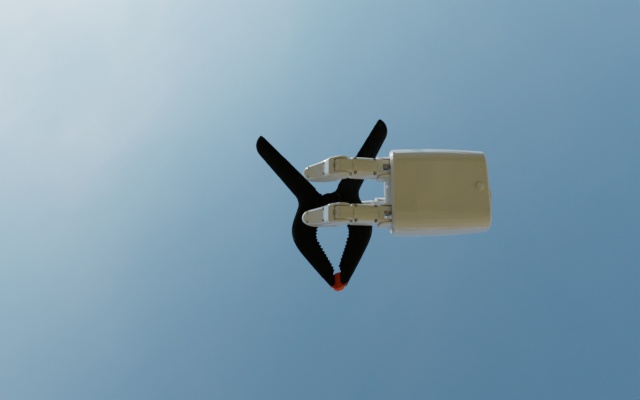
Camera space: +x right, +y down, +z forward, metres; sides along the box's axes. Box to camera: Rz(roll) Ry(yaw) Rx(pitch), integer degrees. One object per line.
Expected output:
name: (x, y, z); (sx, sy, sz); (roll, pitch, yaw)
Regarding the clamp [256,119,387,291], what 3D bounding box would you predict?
clamp: (0.000, 0.003, 0.575); (0.164, 0.210, 0.036); (-1, -17, 6)
